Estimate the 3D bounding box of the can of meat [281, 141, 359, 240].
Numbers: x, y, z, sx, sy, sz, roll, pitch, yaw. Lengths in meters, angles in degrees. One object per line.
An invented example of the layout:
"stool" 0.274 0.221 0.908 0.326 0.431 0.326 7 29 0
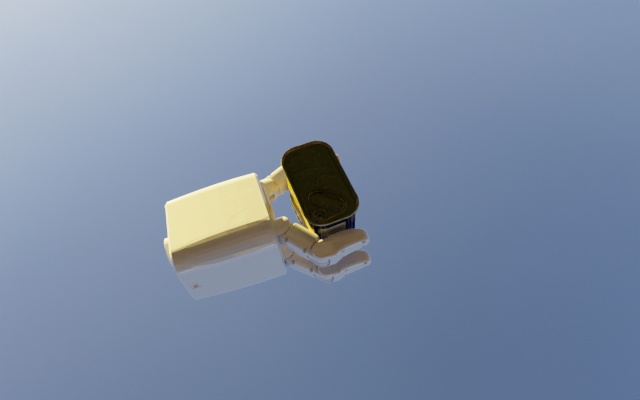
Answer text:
"can of meat" 0.000 0.002 0.518 0.057 0.102 0.084 -20 -31 -10
